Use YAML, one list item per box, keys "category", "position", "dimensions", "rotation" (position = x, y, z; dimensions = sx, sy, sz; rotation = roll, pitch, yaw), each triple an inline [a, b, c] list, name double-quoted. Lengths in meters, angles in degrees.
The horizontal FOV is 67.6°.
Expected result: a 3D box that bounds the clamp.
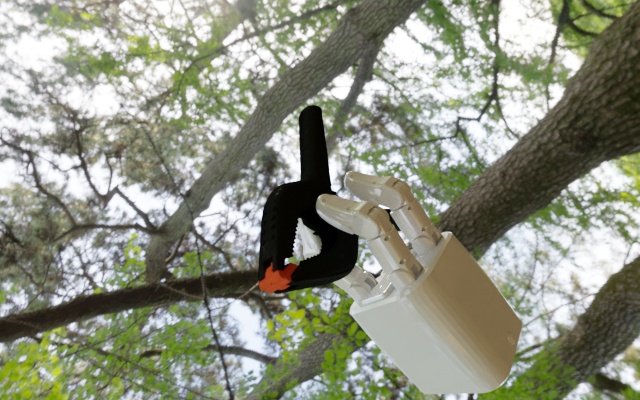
- category: "clamp"
  position: [-0.001, 0.002, 0.429]
  dimensions: [0.036, 0.164, 0.210]
  rotation: [-39, 2, 39]
